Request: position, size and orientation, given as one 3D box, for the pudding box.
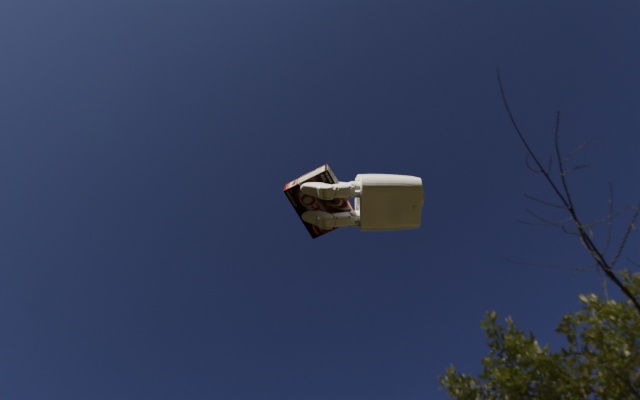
[{"bbox_3d":[0.000,0.003,0.856,0.090,0.113,0.039,-26,19,14],"label":"pudding box"}]
